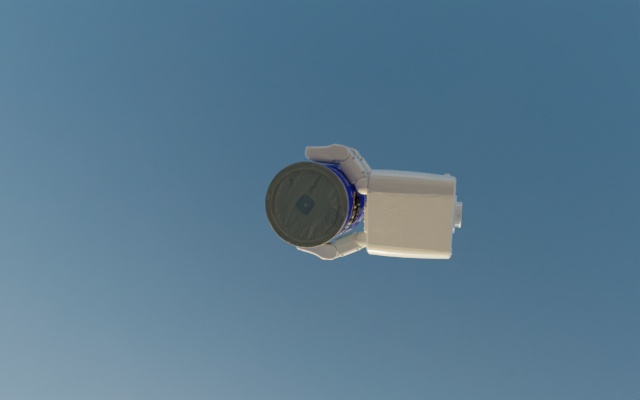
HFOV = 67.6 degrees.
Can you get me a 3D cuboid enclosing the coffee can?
[{"bbox_3d":[0.000,0.002,0.631,0.103,0.103,0.140,0,3,15],"label":"coffee can"}]
